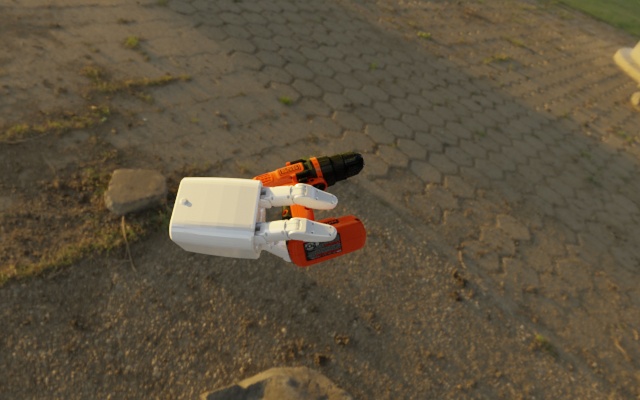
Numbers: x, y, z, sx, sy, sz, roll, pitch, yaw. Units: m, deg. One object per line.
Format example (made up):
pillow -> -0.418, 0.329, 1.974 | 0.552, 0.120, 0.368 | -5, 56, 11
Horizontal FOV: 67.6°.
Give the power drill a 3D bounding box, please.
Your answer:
power drill -> 0.000, 0.003, 0.697 | 0.184, 0.057, 0.187 | -18, 38, -6
